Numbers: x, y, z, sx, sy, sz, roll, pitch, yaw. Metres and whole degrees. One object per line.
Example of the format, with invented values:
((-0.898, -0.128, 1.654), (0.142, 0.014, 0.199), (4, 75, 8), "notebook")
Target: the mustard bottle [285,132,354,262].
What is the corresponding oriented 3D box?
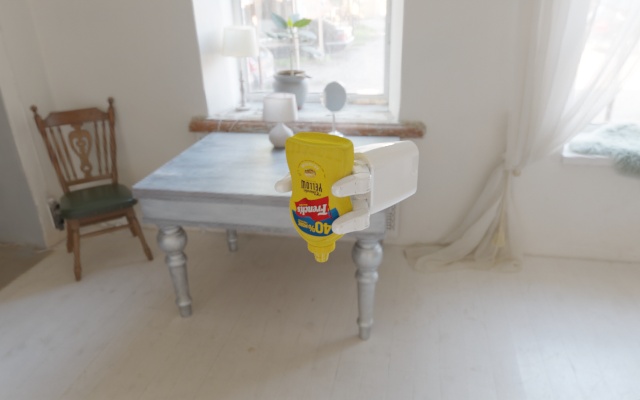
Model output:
((0.000, 0.002, 0.686), (0.096, 0.192, 0.058), (11, 28, 26), "mustard bottle")
